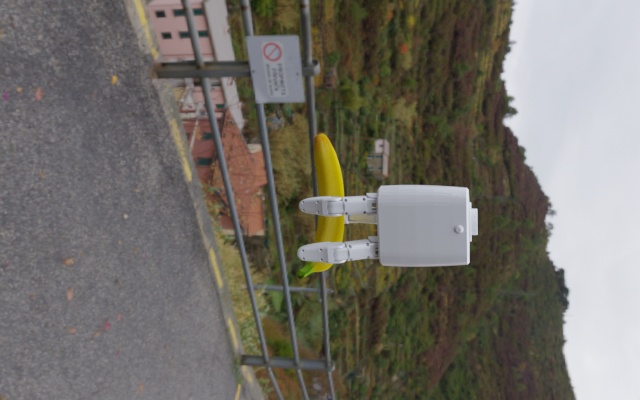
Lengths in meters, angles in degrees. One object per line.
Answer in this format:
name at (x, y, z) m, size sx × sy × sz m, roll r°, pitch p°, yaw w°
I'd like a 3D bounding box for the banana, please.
banana at (0.008, 0.011, 0.645) m, size 0.037 × 0.197 × 0.070 m, roll -3°, pitch -17°, yaw 26°
